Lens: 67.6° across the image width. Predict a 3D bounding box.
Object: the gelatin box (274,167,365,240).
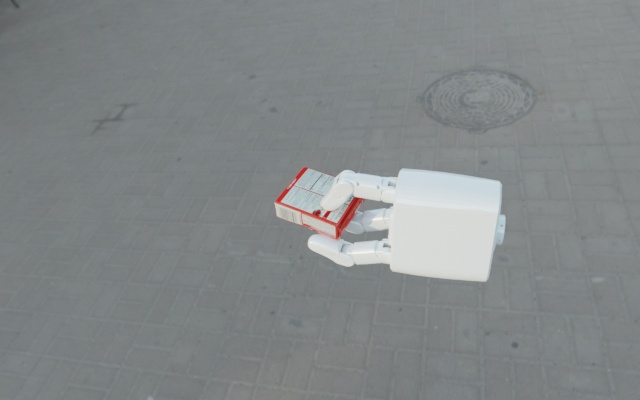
[{"bbox_3d":[0.000,0.001,0.587,0.089,0.030,0.073,20,50,21],"label":"gelatin box"}]
